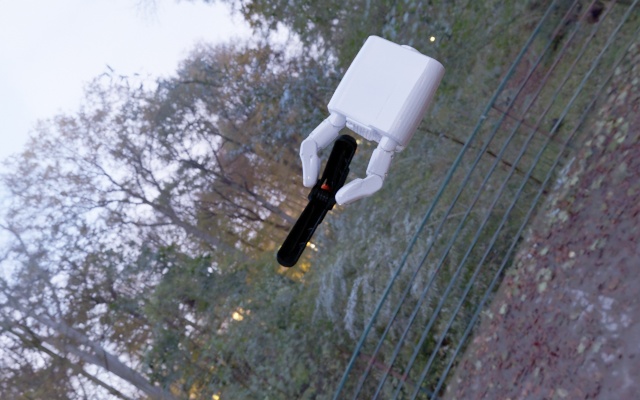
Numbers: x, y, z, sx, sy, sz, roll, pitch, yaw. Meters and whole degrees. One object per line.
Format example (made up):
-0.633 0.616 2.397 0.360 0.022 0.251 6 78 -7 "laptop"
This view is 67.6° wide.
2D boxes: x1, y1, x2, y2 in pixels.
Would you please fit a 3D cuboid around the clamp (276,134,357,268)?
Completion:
0.000 0.001 0.617 0.036 0.164 0.210 29 2 3 "clamp"
